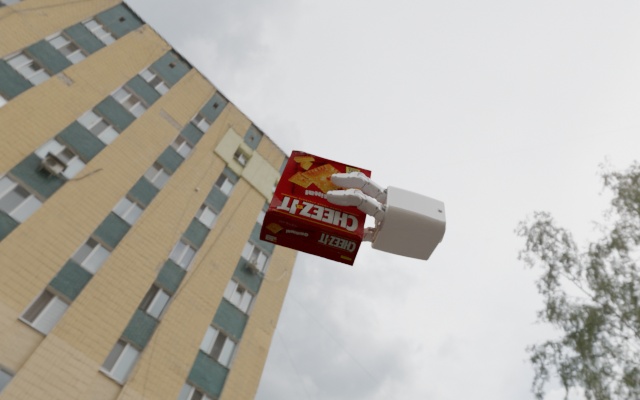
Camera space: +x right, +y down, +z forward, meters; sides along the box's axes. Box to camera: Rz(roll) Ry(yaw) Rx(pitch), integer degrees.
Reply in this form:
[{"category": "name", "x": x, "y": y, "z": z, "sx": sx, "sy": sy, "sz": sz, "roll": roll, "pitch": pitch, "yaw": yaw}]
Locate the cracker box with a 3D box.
[{"category": "cracker box", "x": 0.000, "y": 0.003, "z": 0.855, "sx": 0.164, "sy": 0.072, "sz": 0.213, "roll": 16, "pitch": 35, "yaw": 0}]
